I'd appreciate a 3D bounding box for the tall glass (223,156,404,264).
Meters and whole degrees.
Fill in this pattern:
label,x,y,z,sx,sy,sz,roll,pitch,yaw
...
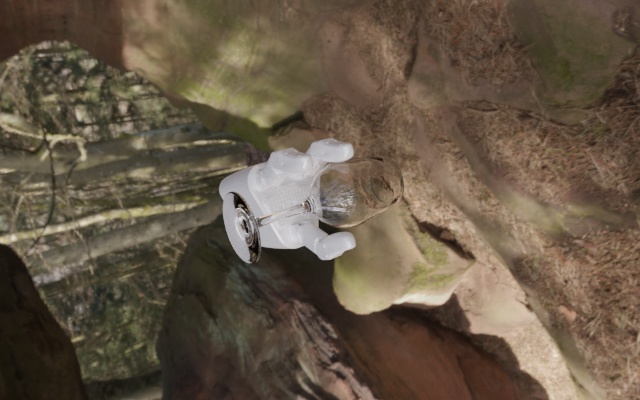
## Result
label,x,y,z,sx,sy,sz,roll,pitch,yaw
tall glass,0.000,0.002,0.524,0.201,0.079,0.079,-18,10,-33
